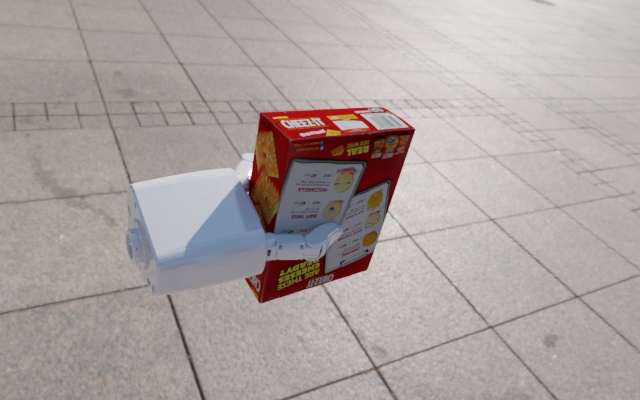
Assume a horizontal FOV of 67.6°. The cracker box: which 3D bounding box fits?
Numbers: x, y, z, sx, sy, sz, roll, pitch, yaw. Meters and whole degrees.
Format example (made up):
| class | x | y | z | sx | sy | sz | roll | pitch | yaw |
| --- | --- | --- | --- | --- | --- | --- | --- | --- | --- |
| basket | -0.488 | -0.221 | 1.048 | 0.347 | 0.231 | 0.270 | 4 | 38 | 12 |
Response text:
| class | x | y | z | sx | sy | sz | roll | pitch | yaw |
| --- | --- | --- | --- | --- | --- | --- | --- | --- | --- |
| cracker box | 0.000 | 0.002 | 0.553 | 0.164 | 0.214 | 0.072 | -11 | 41 | -33 |
